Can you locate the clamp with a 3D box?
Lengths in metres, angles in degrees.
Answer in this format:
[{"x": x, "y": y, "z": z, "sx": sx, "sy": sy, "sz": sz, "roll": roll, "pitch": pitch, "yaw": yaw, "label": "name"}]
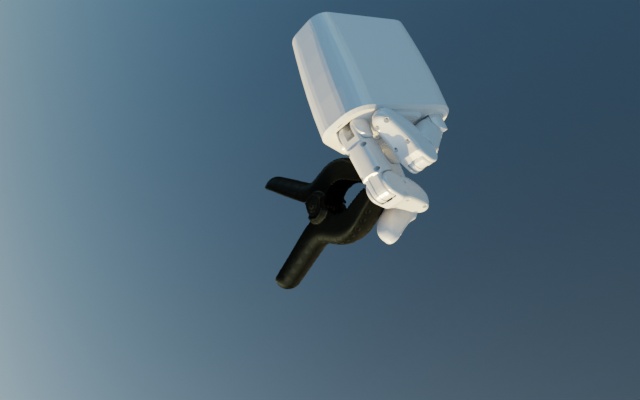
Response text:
[{"x": 0.000, "y": 0.001, "z": 0.459, "sx": 0.039, "sy": 0.120, "sz": 0.171, "roll": 3, "pitch": -30, "yaw": -46, "label": "clamp"}]
